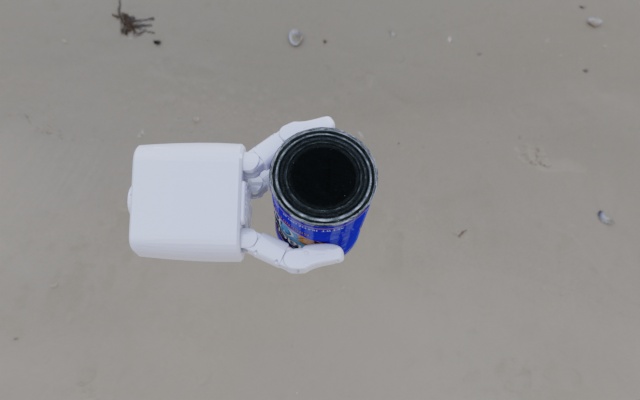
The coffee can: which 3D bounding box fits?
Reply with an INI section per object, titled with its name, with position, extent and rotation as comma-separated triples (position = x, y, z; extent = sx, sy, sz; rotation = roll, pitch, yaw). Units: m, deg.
[coffee can]
position = 0.000, 0.002, 0.509
extent = 0.103, 0.102, 0.140
rotation = 0, -22, -3
